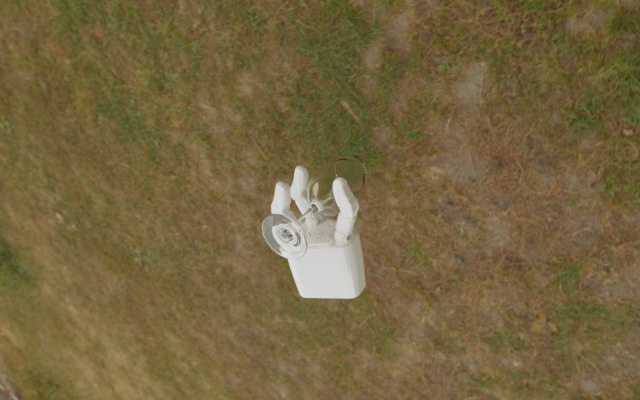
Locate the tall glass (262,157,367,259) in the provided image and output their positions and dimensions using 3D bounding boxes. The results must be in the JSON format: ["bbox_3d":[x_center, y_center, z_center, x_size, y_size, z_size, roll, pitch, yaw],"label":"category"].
[{"bbox_3d":[0.000,0.003,0.723,0.079,0.079,0.201,0,29,35],"label":"tall glass"}]
